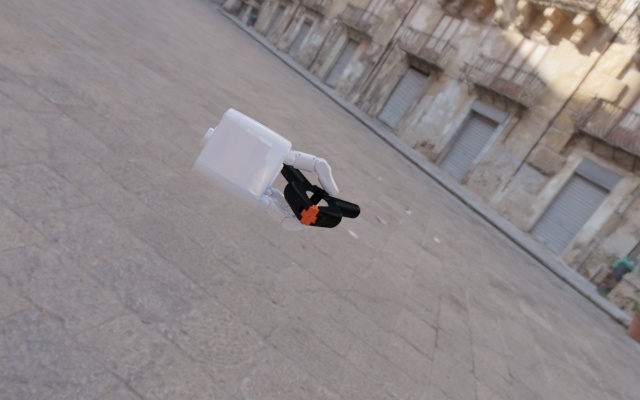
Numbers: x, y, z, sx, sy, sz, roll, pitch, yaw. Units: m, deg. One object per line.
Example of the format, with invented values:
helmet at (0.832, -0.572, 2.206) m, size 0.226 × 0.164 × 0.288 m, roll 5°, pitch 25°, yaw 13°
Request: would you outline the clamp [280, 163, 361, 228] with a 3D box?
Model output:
clamp at (0.000, 0.002, 0.727) m, size 0.164 × 0.036 × 0.210 m, roll 31°, pitch 13°, yaw -11°
